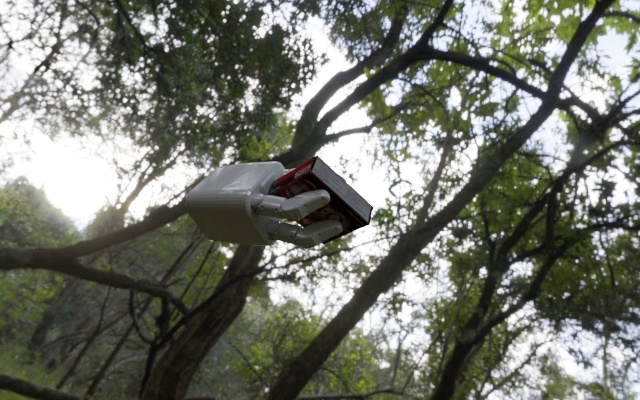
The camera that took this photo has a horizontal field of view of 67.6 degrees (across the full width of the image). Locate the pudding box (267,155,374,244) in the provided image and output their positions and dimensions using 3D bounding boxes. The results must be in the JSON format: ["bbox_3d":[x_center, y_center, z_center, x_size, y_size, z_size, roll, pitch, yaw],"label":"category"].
[{"bbox_3d":[0.000,0.002,0.631,0.113,0.039,0.090,39,-42,-24],"label":"pudding box"}]
